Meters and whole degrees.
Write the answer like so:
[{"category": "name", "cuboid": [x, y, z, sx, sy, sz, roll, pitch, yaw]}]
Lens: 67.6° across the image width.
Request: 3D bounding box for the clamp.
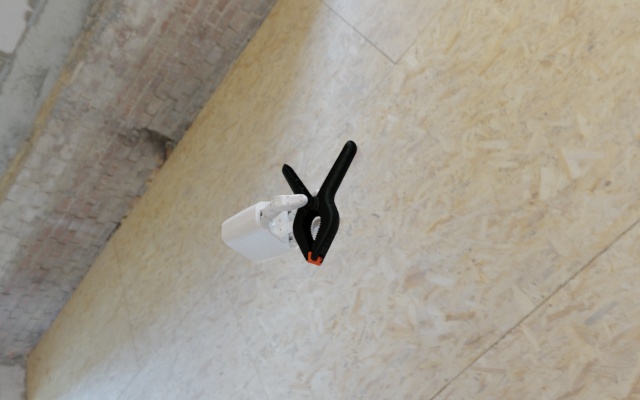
[{"category": "clamp", "cuboid": [-0.001, 0.003, 0.807, 0.164, 0.210, 0.036, -24, -32, 35]}]
